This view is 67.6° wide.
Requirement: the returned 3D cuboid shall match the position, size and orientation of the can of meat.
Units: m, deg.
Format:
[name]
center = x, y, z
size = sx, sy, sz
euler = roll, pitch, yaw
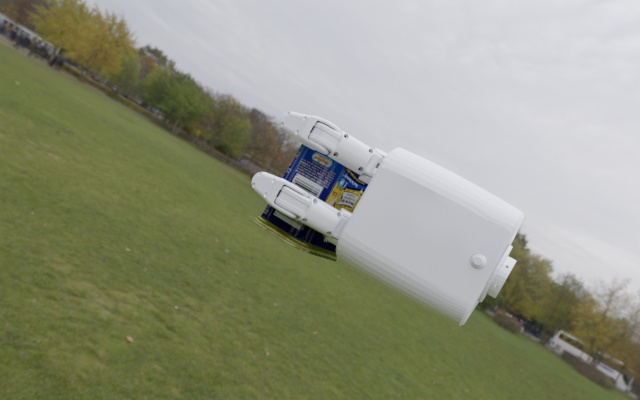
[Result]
[can of meat]
center = 0.000, 0.001, 0.427
size = 0.057, 0.084, 0.102
euler = 30, 0, 25
